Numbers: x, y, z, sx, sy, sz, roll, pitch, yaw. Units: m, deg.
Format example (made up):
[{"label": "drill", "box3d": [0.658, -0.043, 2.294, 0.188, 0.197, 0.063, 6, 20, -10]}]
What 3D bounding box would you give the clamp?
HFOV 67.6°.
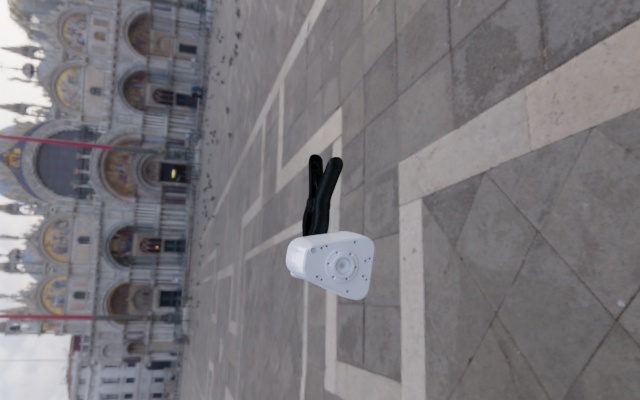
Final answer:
[{"label": "clamp", "box3d": [-0.001, 0.003, 0.787, 0.039, 0.171, 0.120, 5, -3, -14]}]
